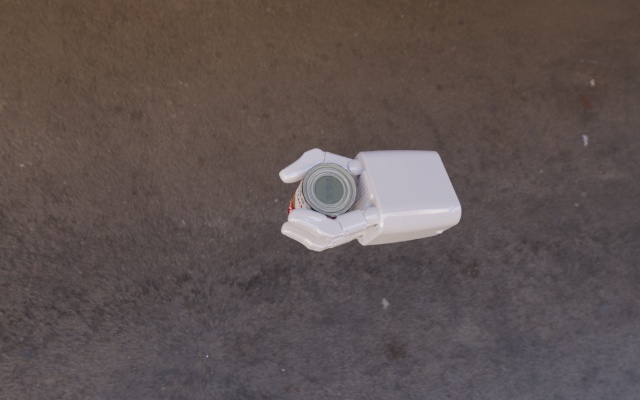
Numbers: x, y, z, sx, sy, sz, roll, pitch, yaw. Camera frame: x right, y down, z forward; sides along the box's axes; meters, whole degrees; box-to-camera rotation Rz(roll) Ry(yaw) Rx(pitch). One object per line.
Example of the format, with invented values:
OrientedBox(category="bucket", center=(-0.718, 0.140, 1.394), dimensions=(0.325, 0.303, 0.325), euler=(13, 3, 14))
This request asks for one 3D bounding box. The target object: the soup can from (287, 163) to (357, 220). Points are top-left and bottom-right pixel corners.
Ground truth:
OrientedBox(category="soup can", center=(0.000, 0.002, 0.595), dimensions=(0.068, 0.068, 0.102), euler=(0, -18, -13))
